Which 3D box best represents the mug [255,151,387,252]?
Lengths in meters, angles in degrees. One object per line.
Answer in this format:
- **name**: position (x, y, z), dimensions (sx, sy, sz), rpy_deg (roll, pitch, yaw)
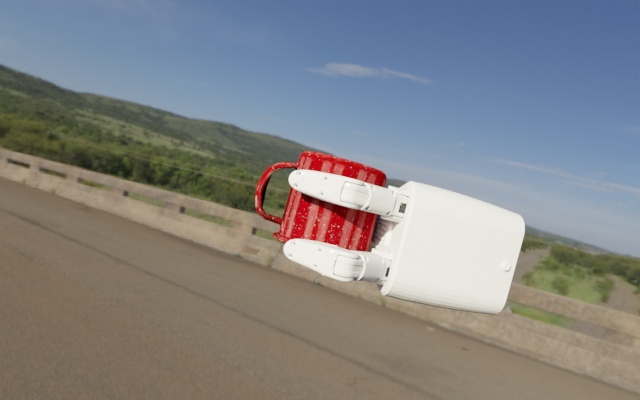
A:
- **mug**: position (-0.001, 0.001, 0.429), dimensions (0.117, 0.081, 0.093), rpy_deg (15, 1, -9)
